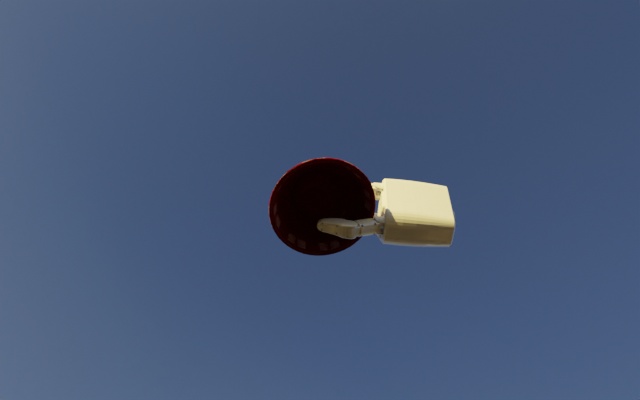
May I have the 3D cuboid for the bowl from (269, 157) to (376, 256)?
[{"bbox_3d":[-0.001,0.002,0.733,0.162,0.162,0.055,0,25,-9],"label":"bowl"}]
